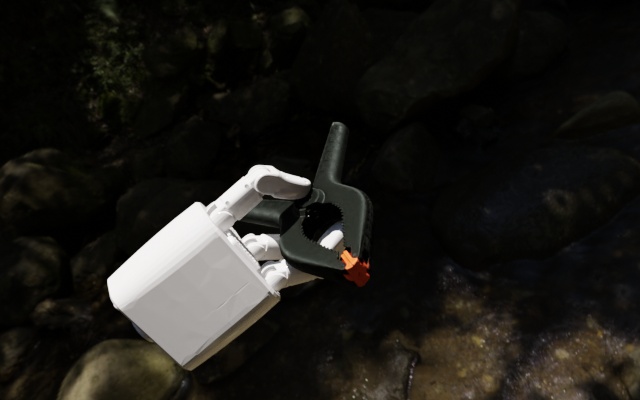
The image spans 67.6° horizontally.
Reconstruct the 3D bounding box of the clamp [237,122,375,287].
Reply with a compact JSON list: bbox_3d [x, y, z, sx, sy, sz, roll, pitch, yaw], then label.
[{"bbox_3d":[0.000,0.001,0.463,0.036,0.164,0.210,54,-7,-37],"label":"clamp"}]
